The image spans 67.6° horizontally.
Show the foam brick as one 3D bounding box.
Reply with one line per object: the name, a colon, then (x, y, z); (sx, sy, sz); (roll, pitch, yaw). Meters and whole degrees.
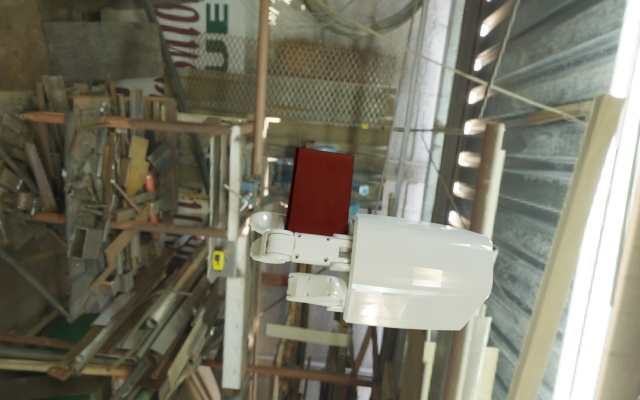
foam brick: (0.000, 0.001, 0.417); (0.051, 0.078, 0.053); (6, -16, 3)
